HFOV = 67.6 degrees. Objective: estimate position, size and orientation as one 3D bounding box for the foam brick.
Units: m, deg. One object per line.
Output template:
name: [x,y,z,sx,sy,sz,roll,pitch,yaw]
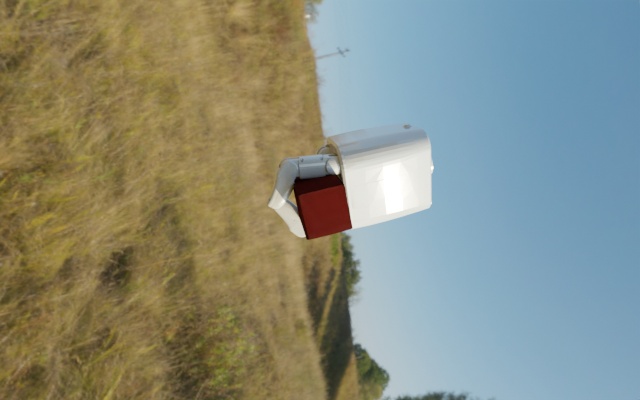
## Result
foam brick: [0.000,0.002,0.530,0.051,0.053,0.078,-12,18,-5]
